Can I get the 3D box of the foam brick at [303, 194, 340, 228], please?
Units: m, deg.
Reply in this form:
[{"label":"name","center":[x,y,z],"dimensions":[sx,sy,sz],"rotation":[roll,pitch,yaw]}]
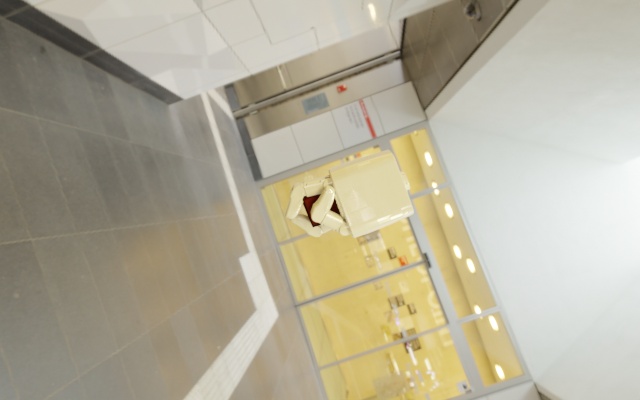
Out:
[{"label":"foam brick","center":[0.000,0.002,0.808],"dimensions":[0.051,0.053,0.078],"rotation":[-21,19,3]}]
